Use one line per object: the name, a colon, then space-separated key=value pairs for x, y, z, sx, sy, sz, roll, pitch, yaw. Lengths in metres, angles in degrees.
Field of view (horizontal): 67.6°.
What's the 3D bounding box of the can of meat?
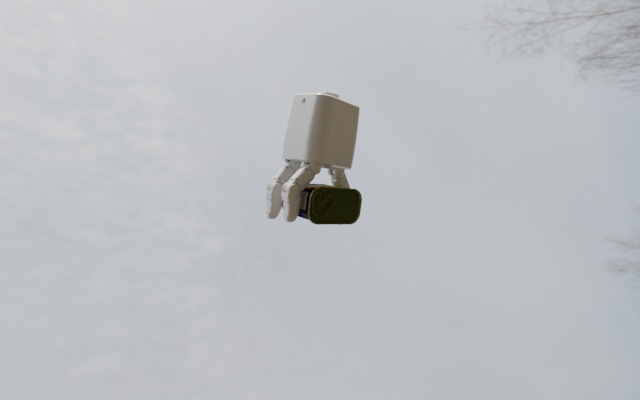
can of meat: x=0.000 y=0.003 z=0.765 sx=0.102 sy=0.057 sz=0.084 roll=2 pitch=8 yaw=-37
